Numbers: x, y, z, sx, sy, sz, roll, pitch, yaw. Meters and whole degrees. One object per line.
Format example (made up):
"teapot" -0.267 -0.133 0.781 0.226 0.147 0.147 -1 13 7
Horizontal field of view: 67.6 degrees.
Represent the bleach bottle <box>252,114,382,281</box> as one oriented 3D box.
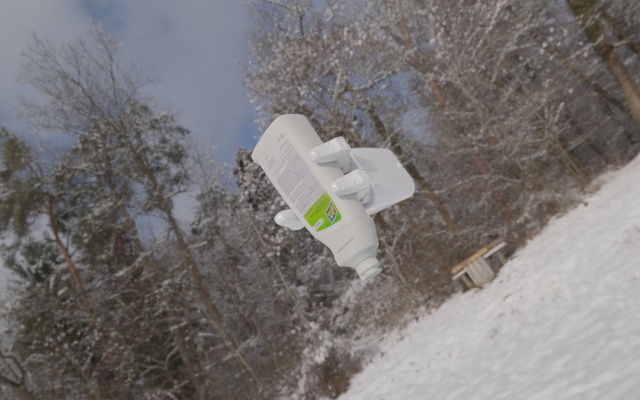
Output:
"bleach bottle" 0.000 0.002 0.660 0.068 0.250 0.103 -10 -30 -45
